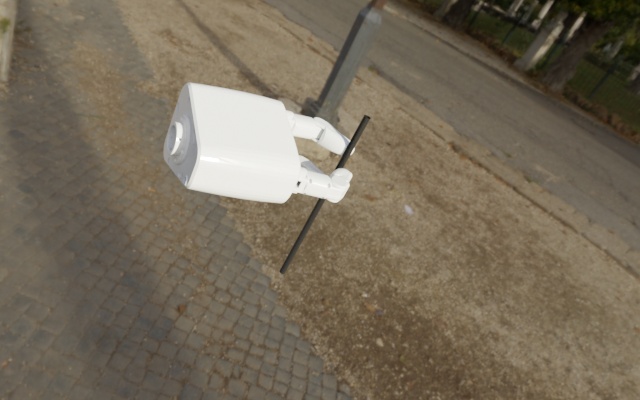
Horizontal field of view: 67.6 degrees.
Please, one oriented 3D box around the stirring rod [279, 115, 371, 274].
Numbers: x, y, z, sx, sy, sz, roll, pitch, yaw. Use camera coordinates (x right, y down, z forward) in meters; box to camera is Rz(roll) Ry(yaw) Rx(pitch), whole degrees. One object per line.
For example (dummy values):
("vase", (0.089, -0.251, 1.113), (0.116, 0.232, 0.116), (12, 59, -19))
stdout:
("stirring rod", (0.000, 0.002, 0.576), (0.011, 0.240, 0.011), (22, 29, -13))
